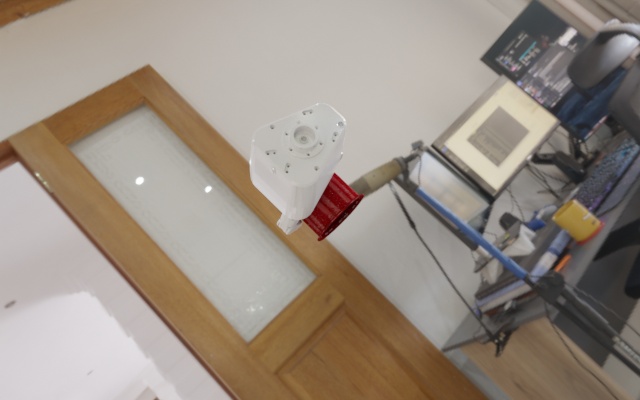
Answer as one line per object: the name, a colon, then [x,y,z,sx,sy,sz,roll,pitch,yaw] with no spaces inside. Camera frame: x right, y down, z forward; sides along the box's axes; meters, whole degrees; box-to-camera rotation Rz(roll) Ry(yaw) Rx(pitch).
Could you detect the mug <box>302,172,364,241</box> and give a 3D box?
mug: [0.000,0.003,0.700,0.093,0.081,0.117,-42,-11,-20]
